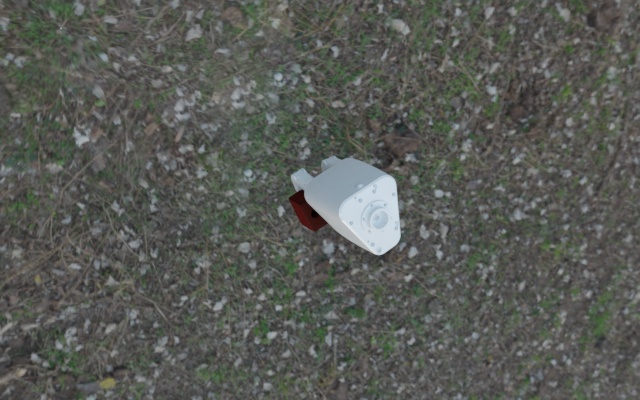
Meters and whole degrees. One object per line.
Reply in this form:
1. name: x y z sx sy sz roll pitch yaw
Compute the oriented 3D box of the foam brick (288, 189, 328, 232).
1. foam brick: 0.000 0.003 0.741 0.078 0.053 0.051 -34 24 -13
